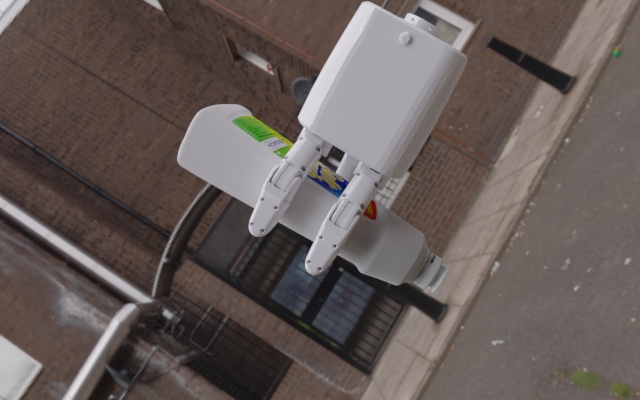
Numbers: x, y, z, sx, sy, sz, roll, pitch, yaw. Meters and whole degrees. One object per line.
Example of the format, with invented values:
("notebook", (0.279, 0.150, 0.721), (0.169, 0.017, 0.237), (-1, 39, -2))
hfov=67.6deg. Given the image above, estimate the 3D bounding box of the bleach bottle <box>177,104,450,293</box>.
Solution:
("bleach bottle", (0.000, 0.001, 0.436), (0.251, 0.068, 0.102), (31, 17, 7))
